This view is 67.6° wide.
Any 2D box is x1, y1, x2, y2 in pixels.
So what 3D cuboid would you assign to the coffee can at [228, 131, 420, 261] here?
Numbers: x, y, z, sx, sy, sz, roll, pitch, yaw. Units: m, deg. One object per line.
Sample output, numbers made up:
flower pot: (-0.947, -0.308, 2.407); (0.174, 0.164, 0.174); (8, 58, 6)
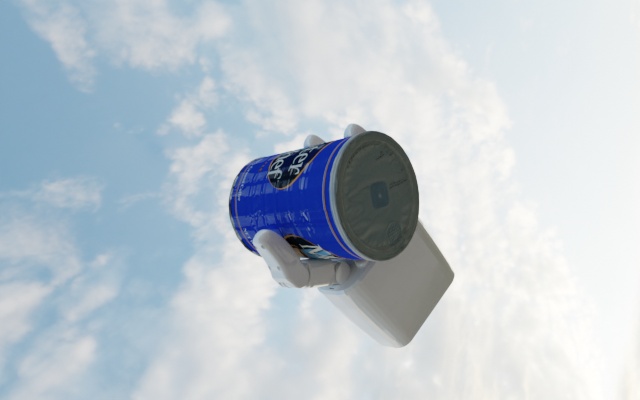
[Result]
coffee can: (0.000, 0.001, 0.423); (0.103, 0.103, 0.140); (0, -4, -43)
